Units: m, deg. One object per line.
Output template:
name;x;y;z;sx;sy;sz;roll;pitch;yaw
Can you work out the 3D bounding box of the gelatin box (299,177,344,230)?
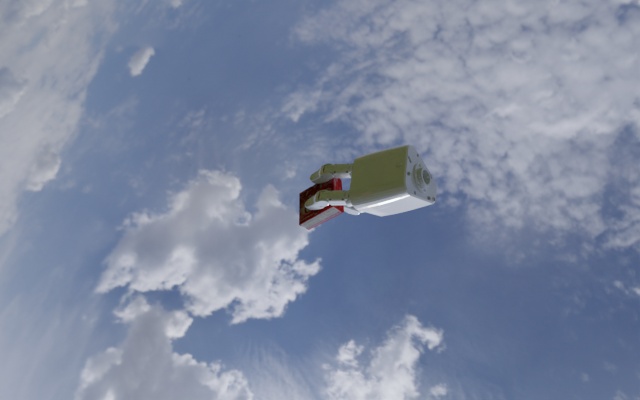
gelatin box;0.000;0.003;0.873;0.089;0.073;0.030;-29;-45;33
